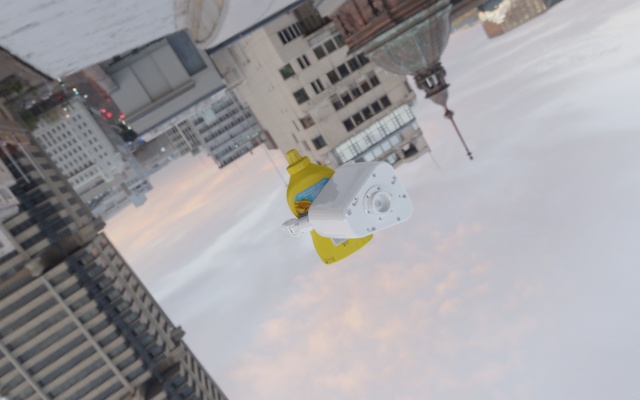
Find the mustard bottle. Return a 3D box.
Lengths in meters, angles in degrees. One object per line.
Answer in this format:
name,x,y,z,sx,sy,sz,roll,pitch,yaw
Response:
mustard bottle,0.000,0.003,0.770,0.096,0.192,0.058,-31,13,2
